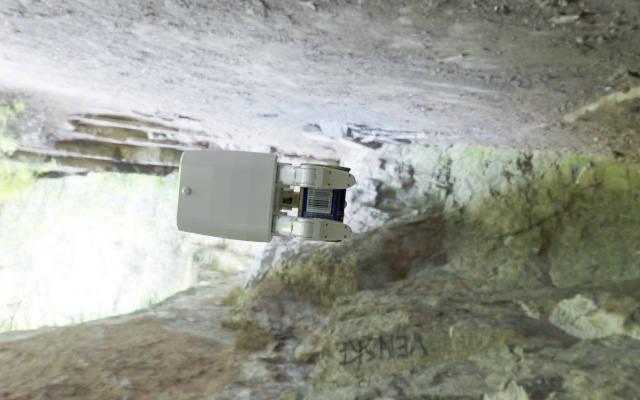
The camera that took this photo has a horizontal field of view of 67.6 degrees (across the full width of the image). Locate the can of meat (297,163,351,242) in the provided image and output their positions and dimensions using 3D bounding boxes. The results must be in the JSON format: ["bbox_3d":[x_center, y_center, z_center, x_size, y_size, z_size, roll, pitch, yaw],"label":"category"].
[{"bbox_3d":[0.000,0.002,0.563,0.057,0.084,0.102,5,1,-4],"label":"can of meat"}]
